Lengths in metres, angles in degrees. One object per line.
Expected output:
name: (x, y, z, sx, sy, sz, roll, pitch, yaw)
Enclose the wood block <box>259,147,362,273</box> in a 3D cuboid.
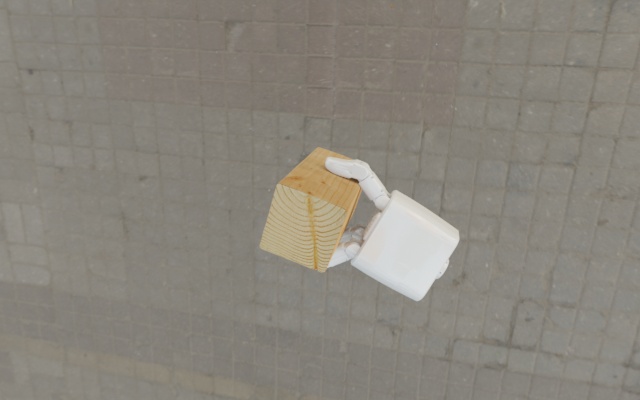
wood block: (0.001, 0.002, 0.658, 0.090, 0.091, 0.206, 21, 21, 6)
